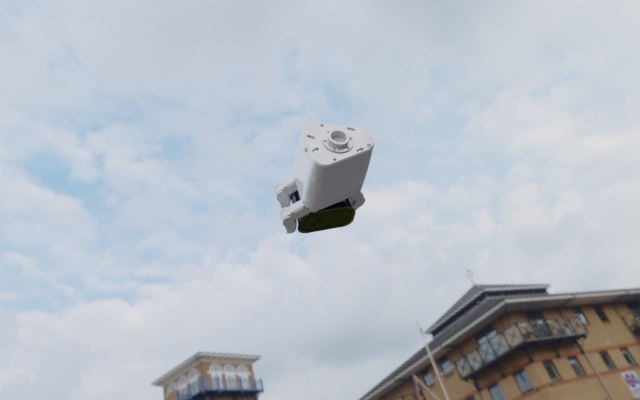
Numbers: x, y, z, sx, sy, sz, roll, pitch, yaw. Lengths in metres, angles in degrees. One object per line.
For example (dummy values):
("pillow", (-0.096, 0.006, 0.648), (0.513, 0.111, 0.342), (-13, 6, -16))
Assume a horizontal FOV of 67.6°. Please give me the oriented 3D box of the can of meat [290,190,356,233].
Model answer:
("can of meat", (0.000, 0.003, 0.838), (0.102, 0.084, 0.057), (-10, -34, -13))
